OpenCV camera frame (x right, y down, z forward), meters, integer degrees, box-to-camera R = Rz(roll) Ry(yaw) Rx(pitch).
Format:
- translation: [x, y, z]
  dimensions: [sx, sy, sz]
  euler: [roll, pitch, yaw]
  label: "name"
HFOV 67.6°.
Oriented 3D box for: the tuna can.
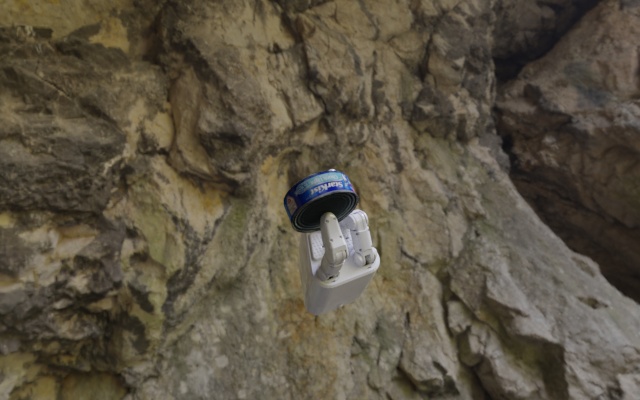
- translation: [0.000, 0.001, 0.572]
  dimensions: [0.086, 0.033, 0.086]
  euler: [-20, -27, -11]
  label: "tuna can"
